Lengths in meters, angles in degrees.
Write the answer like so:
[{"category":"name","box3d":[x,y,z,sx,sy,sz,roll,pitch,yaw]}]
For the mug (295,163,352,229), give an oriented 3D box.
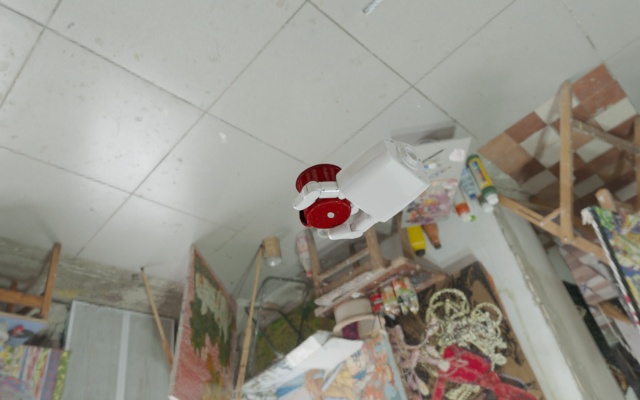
[{"category":"mug","box3d":[-0.001,0.004,0.845,0.093,0.081,0.117,21,-50,-36]}]
